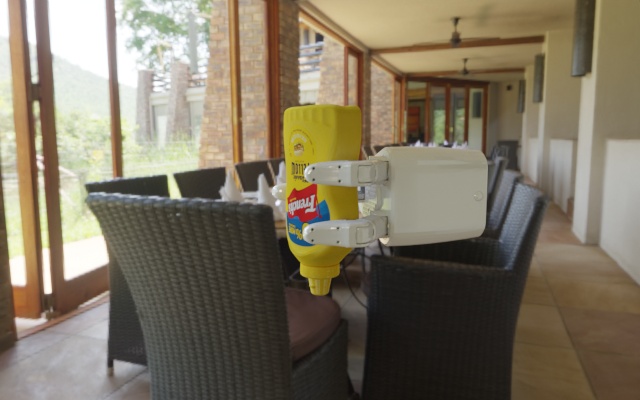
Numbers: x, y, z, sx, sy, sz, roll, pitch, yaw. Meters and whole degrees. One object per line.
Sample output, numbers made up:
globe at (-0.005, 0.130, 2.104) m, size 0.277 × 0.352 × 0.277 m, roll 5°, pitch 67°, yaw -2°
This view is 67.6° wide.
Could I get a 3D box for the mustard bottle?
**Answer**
mustard bottle at (0.000, 0.001, 0.487) m, size 0.058 × 0.191 × 0.096 m, roll -6°, pitch 9°, yaw -37°
